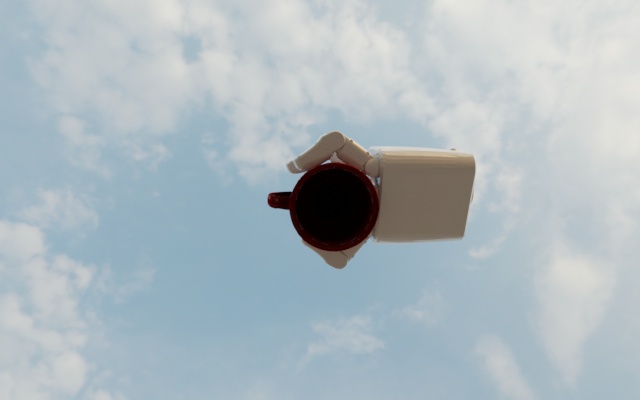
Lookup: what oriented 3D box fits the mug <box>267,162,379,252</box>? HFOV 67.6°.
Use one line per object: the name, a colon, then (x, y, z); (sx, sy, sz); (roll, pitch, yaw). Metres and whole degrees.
mug: (-0.001, 0.002, 0.528); (0.117, 0.093, 0.081); (0, 8, -3)
